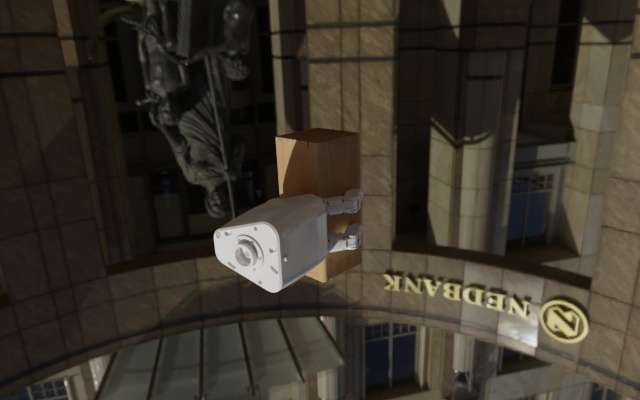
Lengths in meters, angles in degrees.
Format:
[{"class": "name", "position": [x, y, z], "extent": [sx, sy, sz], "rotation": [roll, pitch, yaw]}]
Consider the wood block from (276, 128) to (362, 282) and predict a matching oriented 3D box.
[{"class": "wood block", "position": [0.000, 0.003, 0.717], "extent": [0.091, 0.206, 0.090], "rotation": [16, 26, 42]}]
